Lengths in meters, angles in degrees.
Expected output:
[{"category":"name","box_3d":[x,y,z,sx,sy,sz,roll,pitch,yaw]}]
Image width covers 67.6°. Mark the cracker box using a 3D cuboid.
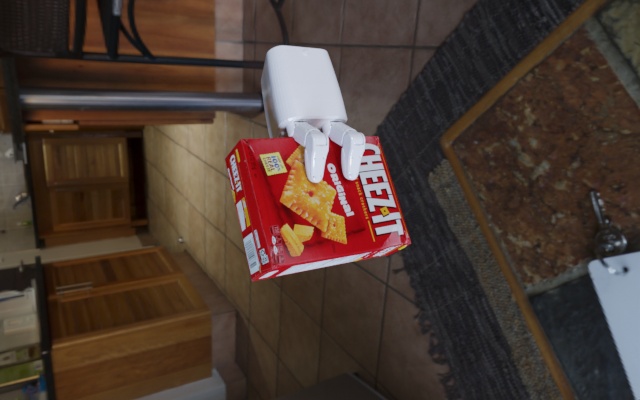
[{"category":"cracker box","box_3d":[0.000,0.002,0.624,0.213,0.164,0.072,-6,-16,-32]}]
